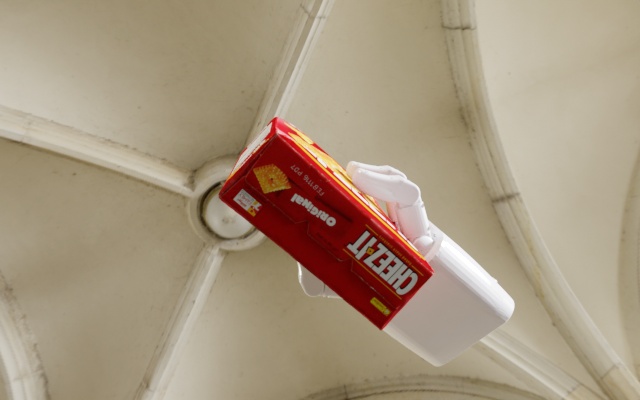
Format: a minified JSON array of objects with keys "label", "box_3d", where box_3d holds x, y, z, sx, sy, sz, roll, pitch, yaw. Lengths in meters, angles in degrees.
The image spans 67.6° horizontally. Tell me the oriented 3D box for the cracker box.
[{"label":"cracker box","box_3d":[0.000,0.002,0.447,0.164,0.072,0.213,41,6,-12]}]
